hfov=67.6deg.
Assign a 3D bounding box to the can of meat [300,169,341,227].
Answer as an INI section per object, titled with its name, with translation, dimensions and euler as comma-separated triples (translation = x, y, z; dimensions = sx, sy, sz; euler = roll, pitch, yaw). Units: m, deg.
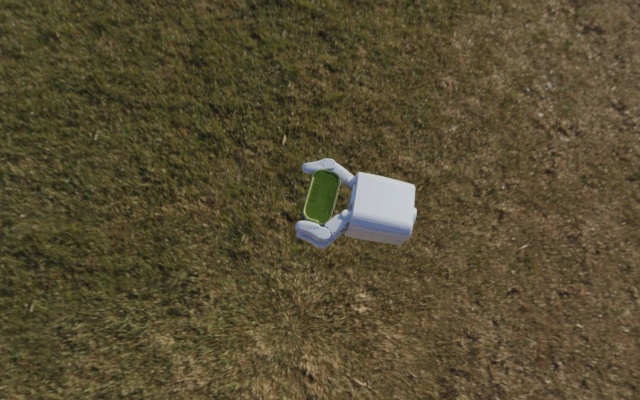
[can of meat]
translation = 0.000, 0.003, 0.849
dimensions = 0.057, 0.102, 0.084
euler = 15, -15, 0
